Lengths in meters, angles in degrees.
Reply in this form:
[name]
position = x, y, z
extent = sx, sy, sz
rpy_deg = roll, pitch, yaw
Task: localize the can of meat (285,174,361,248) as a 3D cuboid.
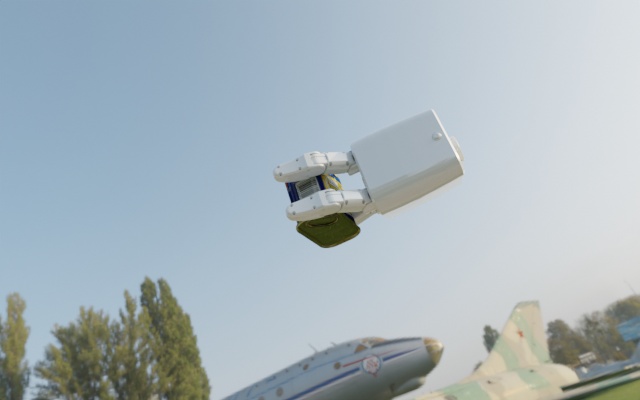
[can of meat]
position = 0.000, 0.002, 0.595
extent = 0.057, 0.084, 0.102
rpy_deg = -26, -29, 14
